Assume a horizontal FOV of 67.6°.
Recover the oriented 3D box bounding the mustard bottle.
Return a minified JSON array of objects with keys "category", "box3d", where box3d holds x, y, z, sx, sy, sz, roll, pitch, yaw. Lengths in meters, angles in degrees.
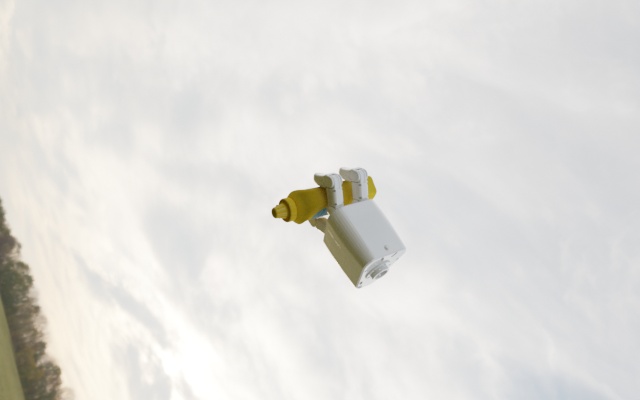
[{"category":"mustard bottle","box3d":[0.000,0.002,0.834,0.191,0.058,0.096,-14,-8,-35]}]
